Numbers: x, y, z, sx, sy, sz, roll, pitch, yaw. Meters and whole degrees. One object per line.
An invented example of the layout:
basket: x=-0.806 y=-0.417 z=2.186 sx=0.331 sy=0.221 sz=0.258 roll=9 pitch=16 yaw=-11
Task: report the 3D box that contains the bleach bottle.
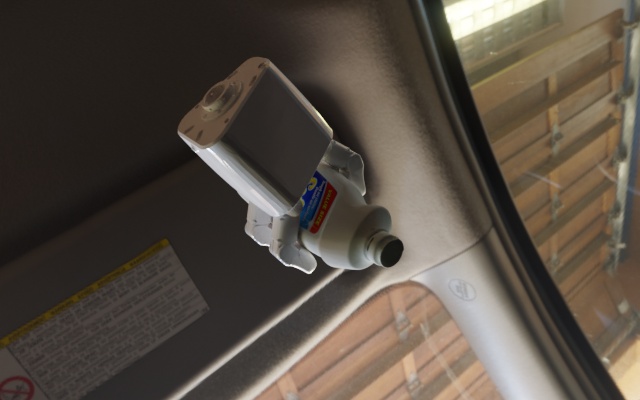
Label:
bleach bottle: x=0.000 y=0.002 z=0.526 sx=0.250 sy=0.102 sz=0.068 roll=30 pitch=-12 yaw=50
